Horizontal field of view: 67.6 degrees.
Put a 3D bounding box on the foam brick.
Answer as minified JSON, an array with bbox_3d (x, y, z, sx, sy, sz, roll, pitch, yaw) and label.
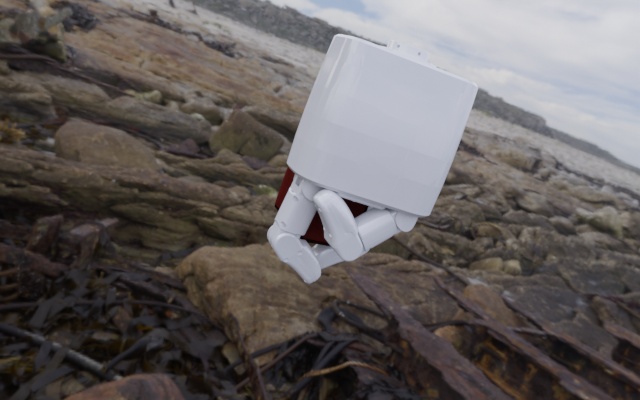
[{"bbox_3d":[0.000,0.001,0.425,0.053,0.051,0.078,12,16,-27],"label":"foam brick"}]
